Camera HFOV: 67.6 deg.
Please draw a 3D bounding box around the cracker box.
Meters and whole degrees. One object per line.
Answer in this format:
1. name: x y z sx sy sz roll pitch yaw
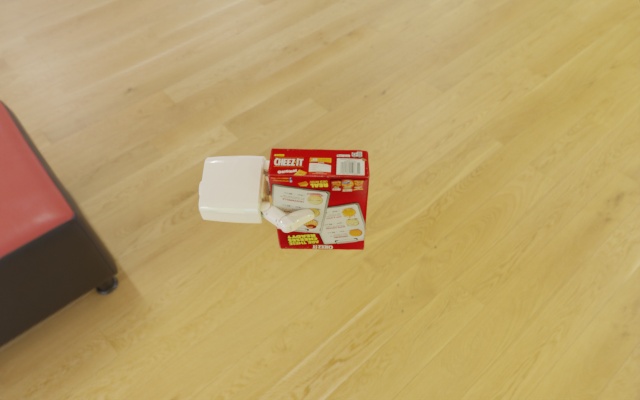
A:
1. cracker box: 0.000 0.003 0.851 0.164 0.072 0.214 1 -38 3
